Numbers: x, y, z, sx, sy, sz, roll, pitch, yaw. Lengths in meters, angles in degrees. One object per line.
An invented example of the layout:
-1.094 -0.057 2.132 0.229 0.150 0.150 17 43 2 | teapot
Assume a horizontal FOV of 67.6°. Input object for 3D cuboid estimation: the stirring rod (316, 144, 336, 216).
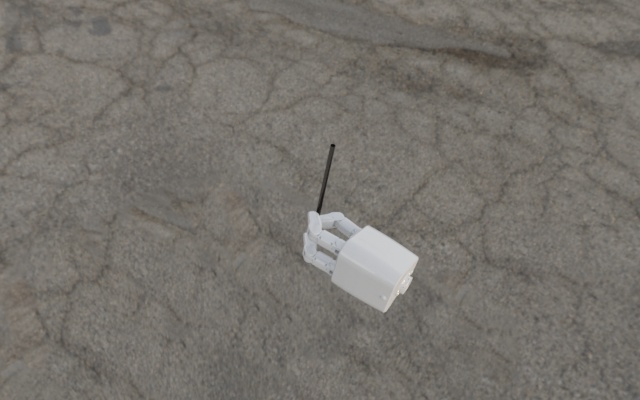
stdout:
0.000 0.003 0.809 0.011 0.240 0.011 7 43 -6 | stirring rod
